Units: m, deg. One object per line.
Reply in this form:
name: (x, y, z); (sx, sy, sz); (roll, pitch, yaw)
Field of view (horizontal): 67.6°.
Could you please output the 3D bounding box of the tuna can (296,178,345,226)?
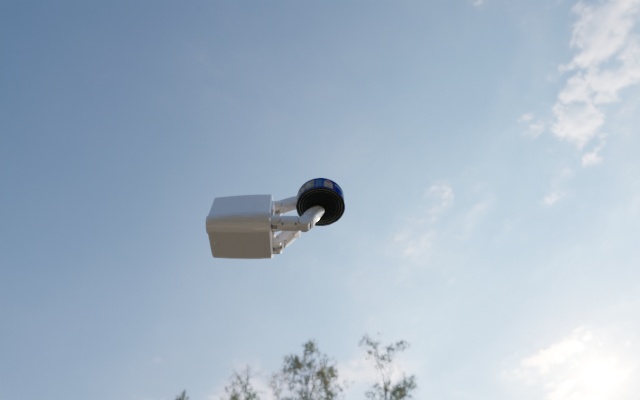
tuna can: (0.000, 0.002, 0.845); (0.086, 0.086, 0.033); (0, 37, 0)
